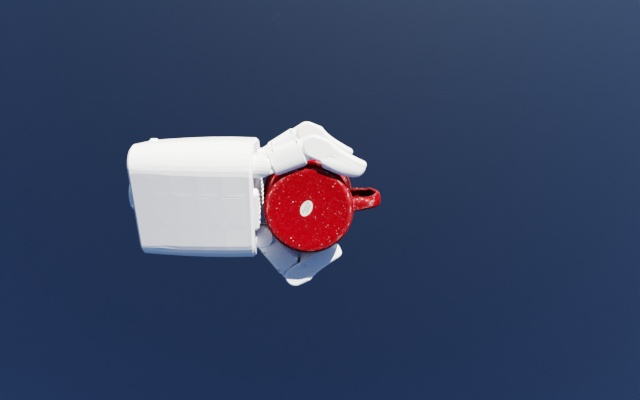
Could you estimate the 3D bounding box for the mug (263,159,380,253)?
[{"bbox_3d":[0.002,0.002,0.465,0.117,0.093,0.081,-1,11,-2],"label":"mug"}]
